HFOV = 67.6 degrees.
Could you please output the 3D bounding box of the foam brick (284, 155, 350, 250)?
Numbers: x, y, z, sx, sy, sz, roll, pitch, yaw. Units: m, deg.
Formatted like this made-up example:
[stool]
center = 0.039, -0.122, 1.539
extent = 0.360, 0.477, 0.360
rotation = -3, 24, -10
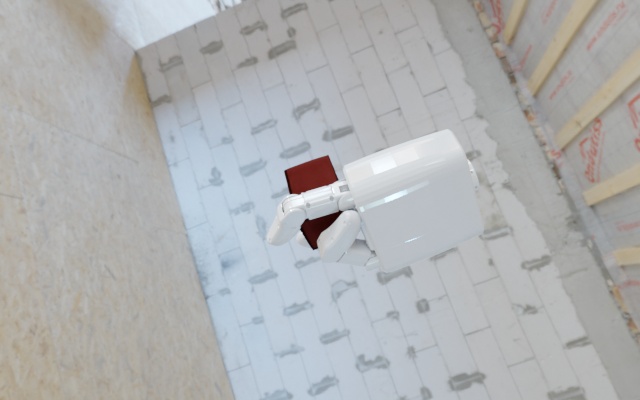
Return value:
[foam brick]
center = 0.000, 0.001, 0.498
extent = 0.051, 0.078, 0.053
rotation = -21, -41, 6
